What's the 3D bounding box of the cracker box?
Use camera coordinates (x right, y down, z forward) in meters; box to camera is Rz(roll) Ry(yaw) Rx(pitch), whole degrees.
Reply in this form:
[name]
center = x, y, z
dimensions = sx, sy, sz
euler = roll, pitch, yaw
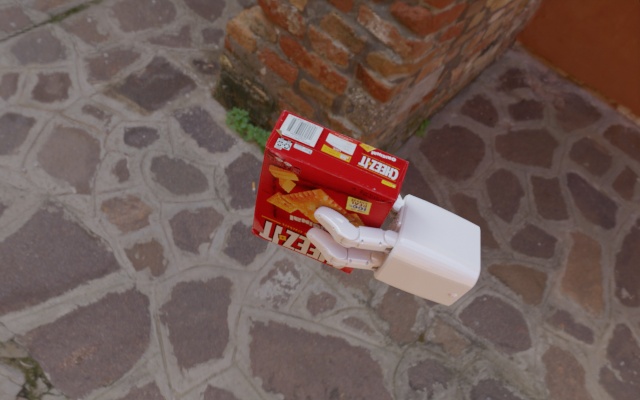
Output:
[cracker box]
center = 0.000, 0.002, 0.634
dimensions = 0.164, 0.072, 0.214
euler = 23, -34, 1
